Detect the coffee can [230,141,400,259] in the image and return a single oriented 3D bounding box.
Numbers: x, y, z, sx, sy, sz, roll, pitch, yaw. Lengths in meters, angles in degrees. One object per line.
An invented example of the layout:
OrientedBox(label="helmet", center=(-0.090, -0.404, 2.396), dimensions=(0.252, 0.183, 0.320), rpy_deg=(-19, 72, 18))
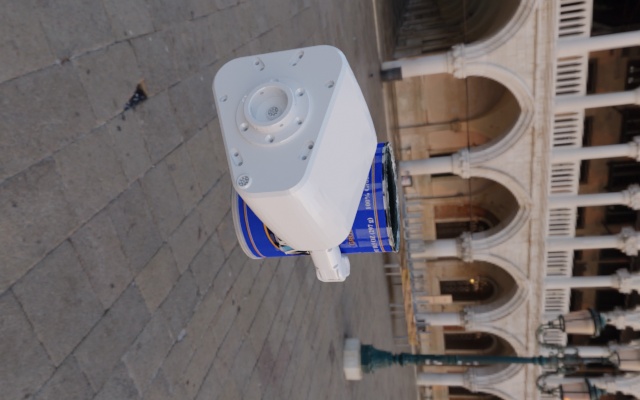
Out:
OrientedBox(label="coffee can", center=(0.000, 0.002, 0.456), dimensions=(0.140, 0.103, 0.103), rpy_deg=(-4, -1, 14))
